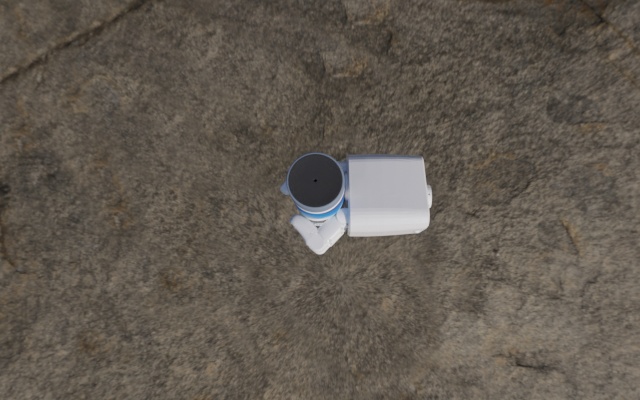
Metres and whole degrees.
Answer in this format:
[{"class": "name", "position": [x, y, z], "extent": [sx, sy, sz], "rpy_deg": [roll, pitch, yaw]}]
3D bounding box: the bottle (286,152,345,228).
[{"class": "bottle", "position": [0.000, 0.002, 0.683], "extent": [0.069, 0.069, 0.296], "rpy_deg": [0, -10, 2]}]
